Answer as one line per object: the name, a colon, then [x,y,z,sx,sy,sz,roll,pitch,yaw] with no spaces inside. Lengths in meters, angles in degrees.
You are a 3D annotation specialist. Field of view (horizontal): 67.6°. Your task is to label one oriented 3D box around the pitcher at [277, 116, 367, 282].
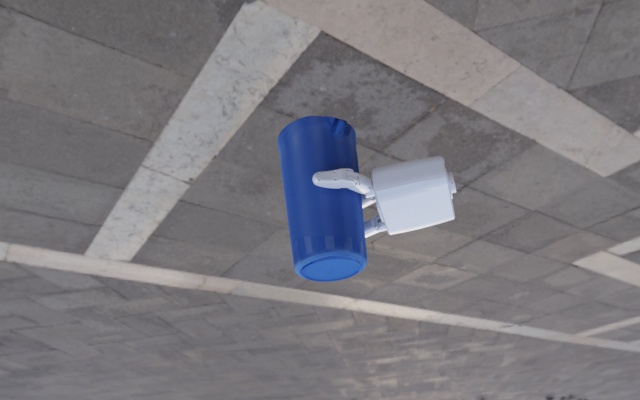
pitcher: [0.000,0.002,0.757,0.145,0.242,0.149,-12,-30,12]
